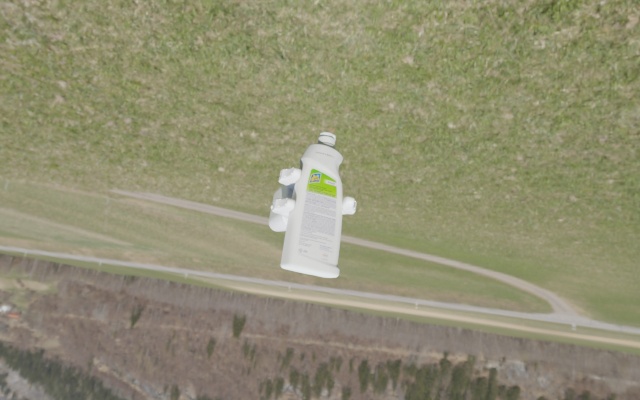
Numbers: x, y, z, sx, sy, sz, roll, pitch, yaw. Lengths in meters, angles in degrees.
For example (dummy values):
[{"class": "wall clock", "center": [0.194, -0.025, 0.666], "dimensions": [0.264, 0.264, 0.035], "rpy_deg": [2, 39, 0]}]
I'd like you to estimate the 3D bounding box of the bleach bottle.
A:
[{"class": "bleach bottle", "center": [0.000, 0.003, 0.841], "dimensions": [0.102, 0.250, 0.068], "rpy_deg": [15, -16, -20]}]
